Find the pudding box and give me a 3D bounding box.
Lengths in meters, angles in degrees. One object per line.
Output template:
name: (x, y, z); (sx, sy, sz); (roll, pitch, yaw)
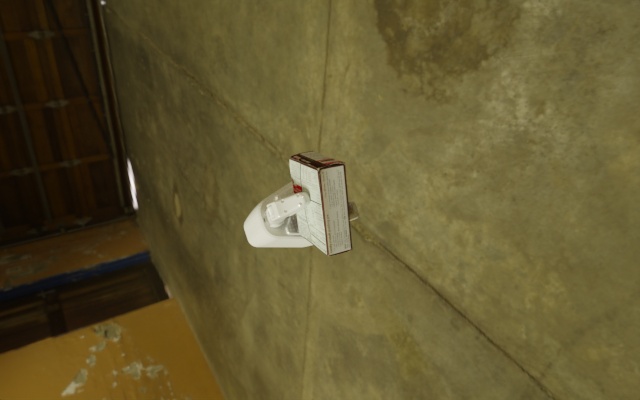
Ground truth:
pudding box: (0.000, 0.002, 0.590); (0.039, 0.113, 0.090); (-16, 20, -23)
